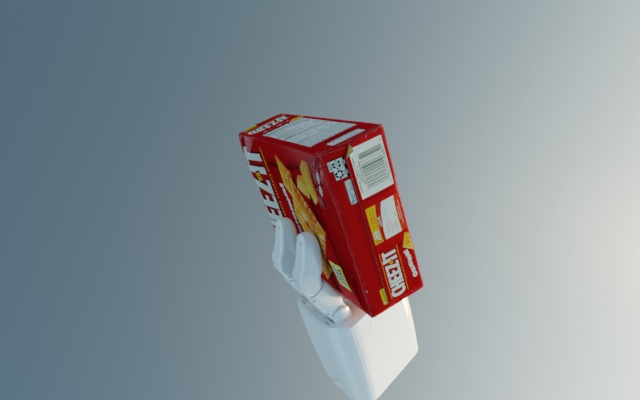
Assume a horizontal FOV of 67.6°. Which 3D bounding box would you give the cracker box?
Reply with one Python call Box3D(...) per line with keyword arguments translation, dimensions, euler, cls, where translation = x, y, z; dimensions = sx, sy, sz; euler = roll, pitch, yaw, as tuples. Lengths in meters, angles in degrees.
Box3D(translation=(0.000, 0.002, 0.497), dimensions=(0.072, 0.164, 0.213), euler=(-27, 22, -20), cls="cracker box")
